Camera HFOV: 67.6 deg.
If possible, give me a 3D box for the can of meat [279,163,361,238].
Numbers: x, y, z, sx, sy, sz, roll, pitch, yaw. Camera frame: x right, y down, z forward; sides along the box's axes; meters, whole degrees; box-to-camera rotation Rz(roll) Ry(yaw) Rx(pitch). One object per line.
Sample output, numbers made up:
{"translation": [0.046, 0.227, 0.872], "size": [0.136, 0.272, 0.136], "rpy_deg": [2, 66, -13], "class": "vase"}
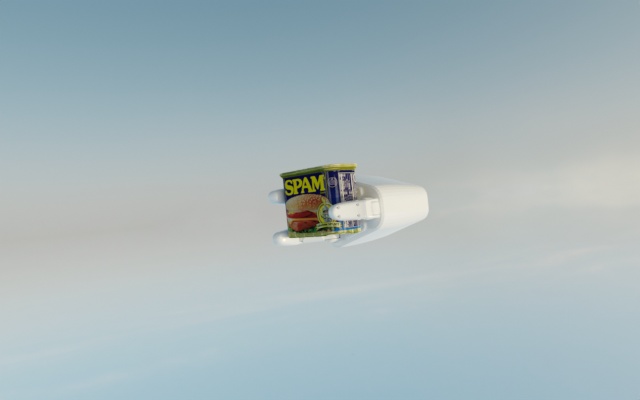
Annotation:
{"translation": [0.000, 0.002, 0.596], "size": [0.102, 0.084, 0.057], "rpy_deg": [-7, -1, 43], "class": "can of meat"}
